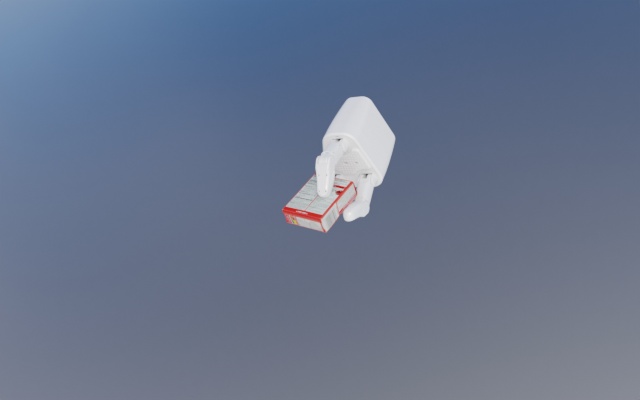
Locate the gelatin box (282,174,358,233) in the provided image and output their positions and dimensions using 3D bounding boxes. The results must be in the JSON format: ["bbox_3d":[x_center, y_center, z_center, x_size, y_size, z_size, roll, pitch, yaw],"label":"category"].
[{"bbox_3d":[0.000,0.002,0.696,0.073,0.030,0.089,12,47,36],"label":"gelatin box"}]
